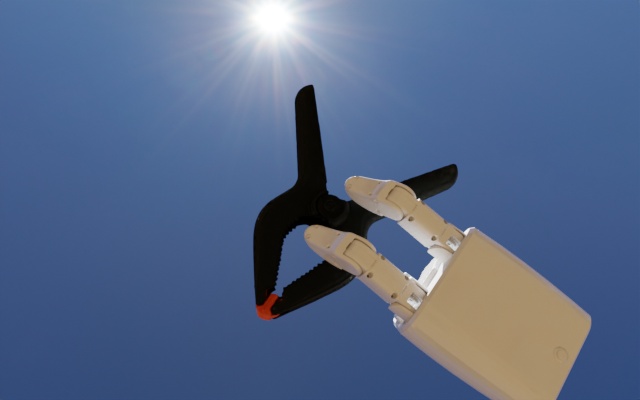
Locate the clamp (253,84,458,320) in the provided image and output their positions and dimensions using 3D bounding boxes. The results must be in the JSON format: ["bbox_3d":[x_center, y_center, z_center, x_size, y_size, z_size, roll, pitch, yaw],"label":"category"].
[{"bbox_3d":[0.000,0.002,0.407,0.164,0.210,0.036,36,-22,9],"label":"clamp"}]
